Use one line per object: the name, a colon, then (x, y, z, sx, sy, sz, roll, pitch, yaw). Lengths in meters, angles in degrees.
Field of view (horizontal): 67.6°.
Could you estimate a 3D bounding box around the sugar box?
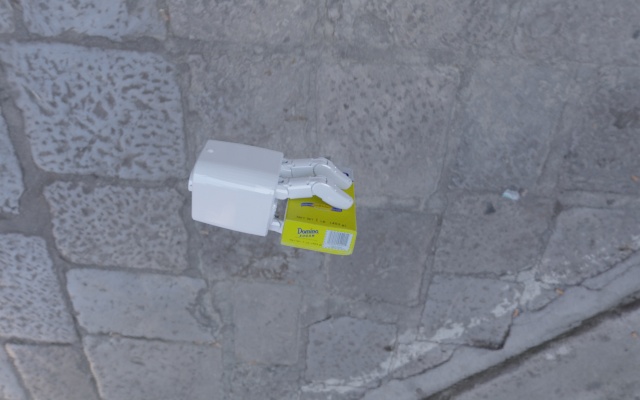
sugar box: (0.000, 0.002, 0.666, 0.093, 0.048, 0.176, 11, 33, -5)
